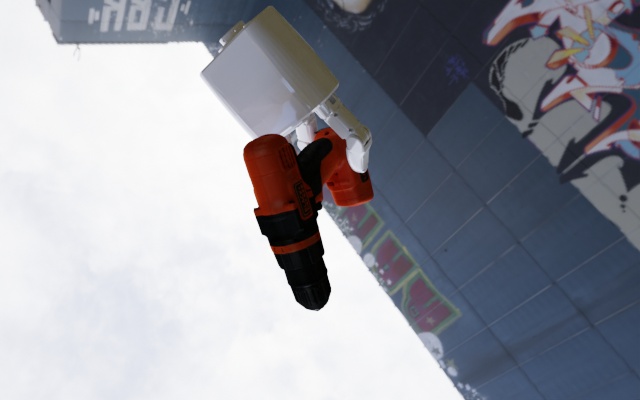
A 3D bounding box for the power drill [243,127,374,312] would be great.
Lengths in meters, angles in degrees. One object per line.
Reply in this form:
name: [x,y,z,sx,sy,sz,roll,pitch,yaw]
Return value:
power drill: [0.000,0.001,0.526,0.057,0.184,0.187,-8,17,28]
